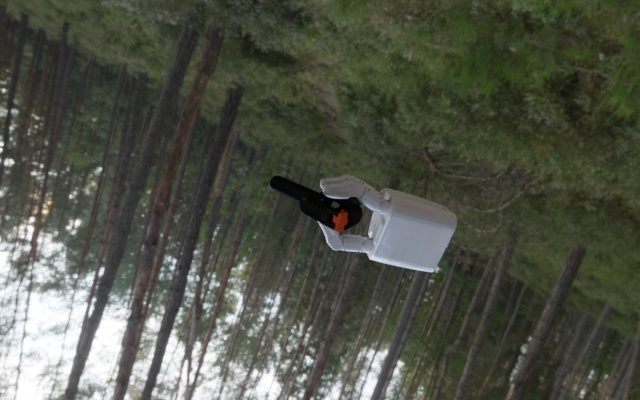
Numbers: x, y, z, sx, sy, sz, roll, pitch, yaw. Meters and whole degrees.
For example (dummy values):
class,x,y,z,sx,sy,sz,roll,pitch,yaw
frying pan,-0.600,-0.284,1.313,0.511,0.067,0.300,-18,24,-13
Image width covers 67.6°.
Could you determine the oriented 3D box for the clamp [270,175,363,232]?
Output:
class,x,y,z,sx,sy,sz,roll,pitch,yaw
clamp,0.000,0.003,0.737,0.164,0.036,0.210,12,12,-6
